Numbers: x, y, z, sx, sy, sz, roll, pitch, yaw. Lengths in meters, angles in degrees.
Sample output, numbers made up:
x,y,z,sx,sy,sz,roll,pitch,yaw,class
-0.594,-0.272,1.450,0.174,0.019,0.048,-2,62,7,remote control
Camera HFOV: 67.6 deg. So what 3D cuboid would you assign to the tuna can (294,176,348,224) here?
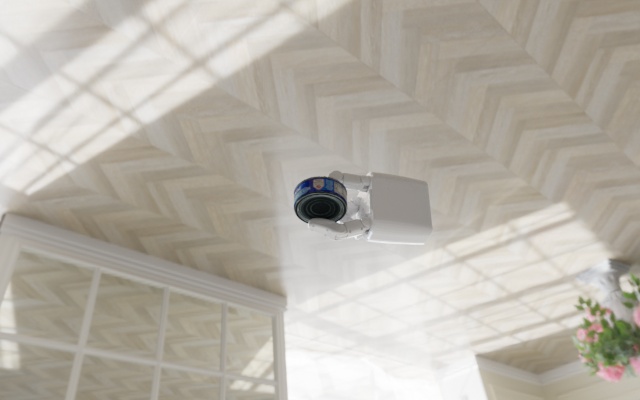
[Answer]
x,y,z,sx,sy,sz,roll,pitch,yaw,class
0.000,0.003,0.753,0.086,0.033,0.086,0,-40,0,tuna can
